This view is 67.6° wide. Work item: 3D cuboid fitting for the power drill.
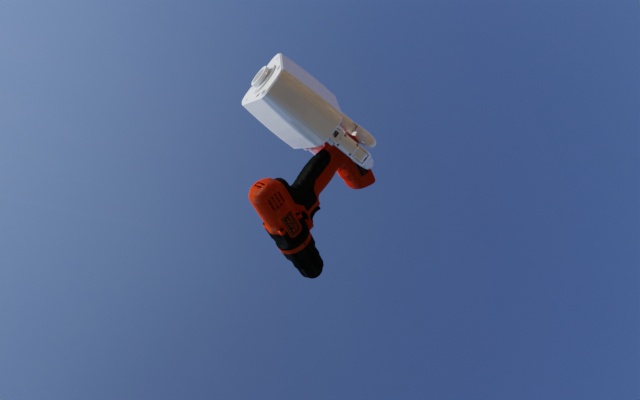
[{"bbox_3d":[0.000,0.002,0.712,0.057,0.184,0.187,17,55,46],"label":"power drill"}]
